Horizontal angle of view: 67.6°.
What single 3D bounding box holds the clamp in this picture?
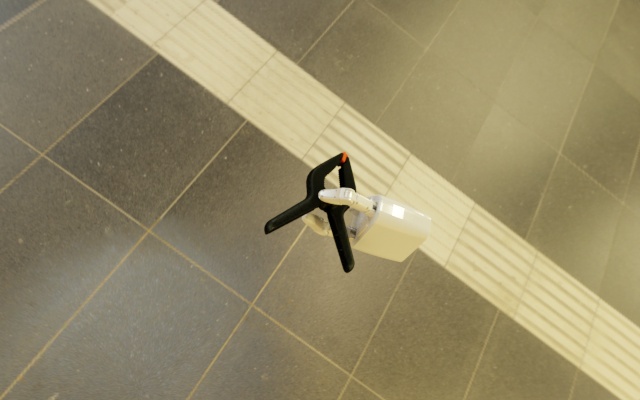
[{"bbox_3d":[0.001,0.002,0.818,0.164,0.210,0.036,21,-26,-17],"label":"clamp"}]
